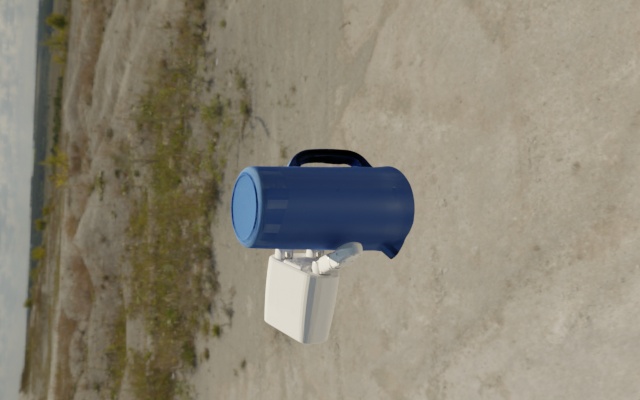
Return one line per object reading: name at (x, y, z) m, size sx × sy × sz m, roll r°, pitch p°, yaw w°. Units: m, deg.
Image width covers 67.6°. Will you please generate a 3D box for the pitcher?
pitcher at (0.000, 0.002, 0.686) m, size 0.243 × 0.145 × 0.149 m, roll 2°, pitch 13°, yaw -31°
